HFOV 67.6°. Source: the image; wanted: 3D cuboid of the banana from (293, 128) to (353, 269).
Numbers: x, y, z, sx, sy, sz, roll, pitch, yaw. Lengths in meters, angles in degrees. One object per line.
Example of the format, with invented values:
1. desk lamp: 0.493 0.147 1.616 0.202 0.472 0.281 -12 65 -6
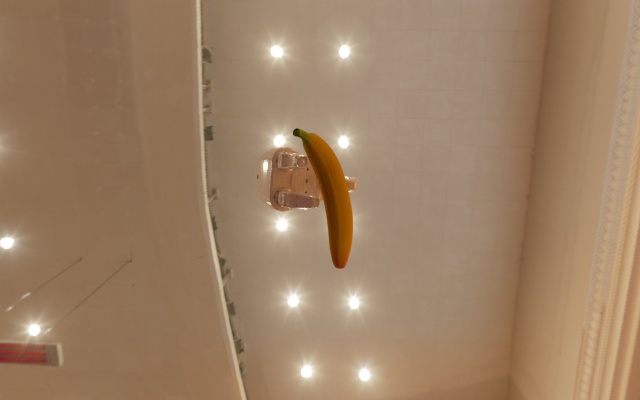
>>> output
1. banana: 0.011 -0.008 0.647 0.037 0.198 0.069 -7 17 45
